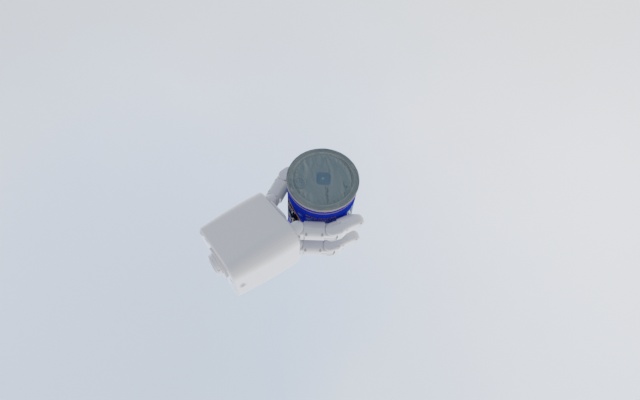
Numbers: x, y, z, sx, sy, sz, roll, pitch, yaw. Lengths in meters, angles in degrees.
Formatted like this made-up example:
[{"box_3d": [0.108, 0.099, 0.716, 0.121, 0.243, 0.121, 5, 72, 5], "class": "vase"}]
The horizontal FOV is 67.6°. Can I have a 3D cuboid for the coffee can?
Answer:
[{"box_3d": [0.000, 0.002, 0.726, 0.103, 0.102, 0.140, 0, -29, -3], "class": "coffee can"}]
